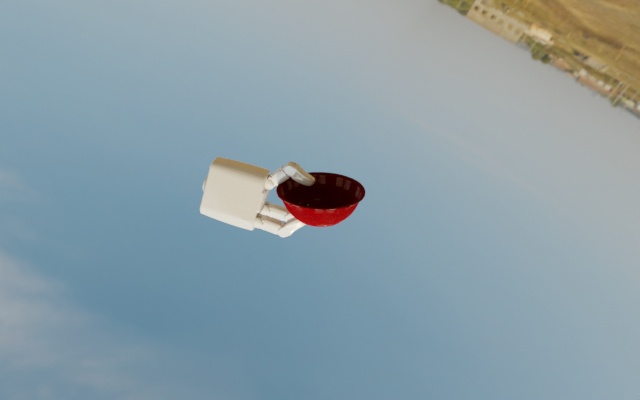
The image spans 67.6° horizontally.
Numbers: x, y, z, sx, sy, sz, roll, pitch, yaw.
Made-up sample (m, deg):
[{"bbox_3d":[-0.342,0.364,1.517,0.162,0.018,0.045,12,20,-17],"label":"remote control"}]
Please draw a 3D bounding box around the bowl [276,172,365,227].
[{"bbox_3d":[0.001,0.004,0.872,0.162,0.055,0.162,1,26,0],"label":"bowl"}]
